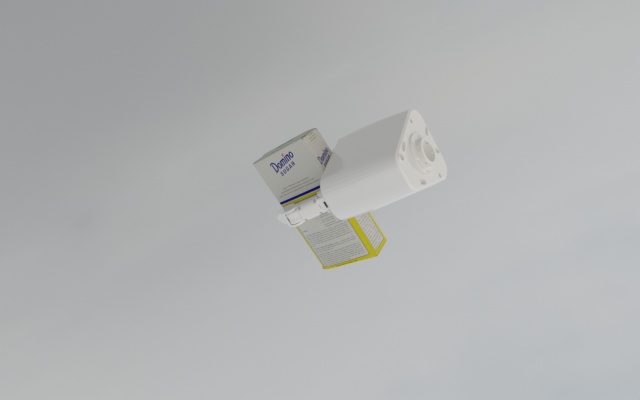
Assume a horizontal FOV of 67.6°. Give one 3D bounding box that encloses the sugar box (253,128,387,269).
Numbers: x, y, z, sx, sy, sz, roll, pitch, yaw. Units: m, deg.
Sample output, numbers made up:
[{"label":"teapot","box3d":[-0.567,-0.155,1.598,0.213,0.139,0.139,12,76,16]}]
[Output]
[{"label":"sugar box","box3d":[0.001,0.002,0.615,0.093,0.176,0.048,-21,15,38]}]
